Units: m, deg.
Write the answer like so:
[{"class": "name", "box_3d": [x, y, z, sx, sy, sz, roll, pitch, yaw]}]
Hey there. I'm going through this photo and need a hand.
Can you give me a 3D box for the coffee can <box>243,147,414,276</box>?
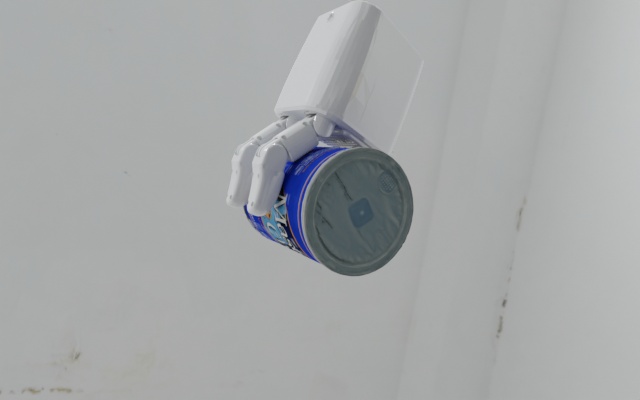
[{"class": "coffee can", "box_3d": [0.000, 0.002, 0.435, 0.103, 0.103, 0.140, 0, 7, -29]}]
